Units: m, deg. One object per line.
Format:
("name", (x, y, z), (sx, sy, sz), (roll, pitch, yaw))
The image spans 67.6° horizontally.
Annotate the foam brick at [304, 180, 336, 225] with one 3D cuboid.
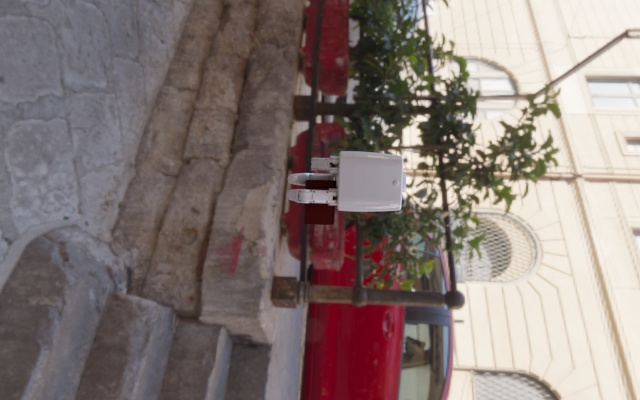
("foam brick", (0.000, 0.003, 0.833), (0.051, 0.078, 0.053), (2, 3, 3))
